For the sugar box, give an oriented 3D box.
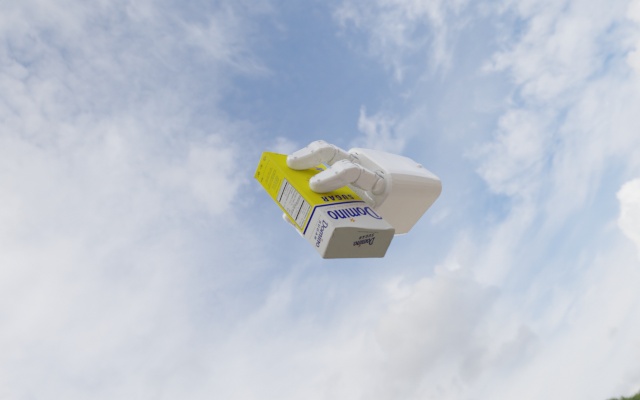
[{"bbox_3d":[0.000,0.001,0.570,0.093,0.048,0.176,4,26,-39],"label":"sugar box"}]
